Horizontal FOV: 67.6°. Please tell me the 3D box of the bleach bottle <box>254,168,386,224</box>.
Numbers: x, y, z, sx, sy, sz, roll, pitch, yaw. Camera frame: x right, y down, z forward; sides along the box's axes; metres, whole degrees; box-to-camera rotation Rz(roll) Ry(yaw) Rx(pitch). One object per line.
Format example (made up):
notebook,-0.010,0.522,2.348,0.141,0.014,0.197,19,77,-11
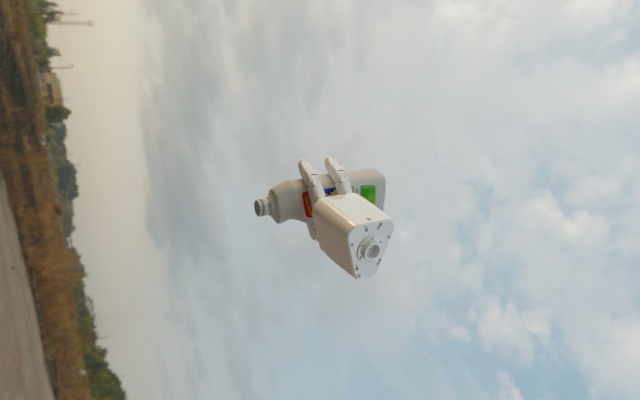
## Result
bleach bottle,0.000,0.003,0.875,0.251,0.103,0.068,-10,27,-28
